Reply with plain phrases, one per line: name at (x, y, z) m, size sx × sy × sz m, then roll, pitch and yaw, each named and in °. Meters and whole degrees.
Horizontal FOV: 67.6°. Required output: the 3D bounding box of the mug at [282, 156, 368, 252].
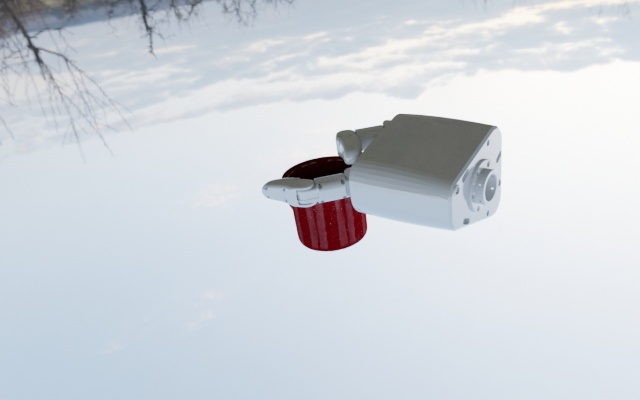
mug at (-0.001, 0.002, 0.546) m, size 0.117 × 0.081 × 0.093 m, roll 14°, pitch 33°, yaw 40°
